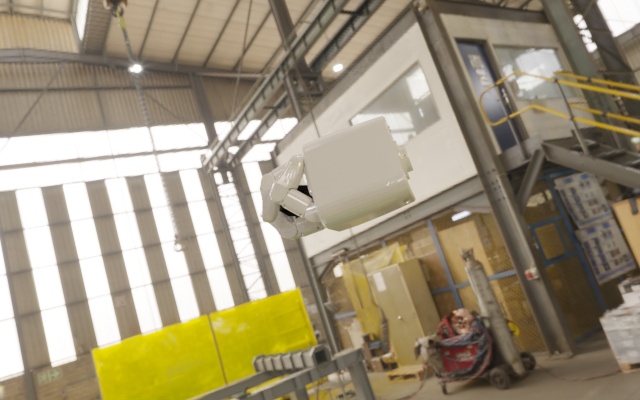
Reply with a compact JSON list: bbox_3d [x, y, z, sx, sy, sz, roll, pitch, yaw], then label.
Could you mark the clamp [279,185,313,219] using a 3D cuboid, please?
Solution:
[{"bbox_3d":[0.000,0.002,0.665,0.120,0.039,0.171,-21,-12,11],"label":"clamp"}]
